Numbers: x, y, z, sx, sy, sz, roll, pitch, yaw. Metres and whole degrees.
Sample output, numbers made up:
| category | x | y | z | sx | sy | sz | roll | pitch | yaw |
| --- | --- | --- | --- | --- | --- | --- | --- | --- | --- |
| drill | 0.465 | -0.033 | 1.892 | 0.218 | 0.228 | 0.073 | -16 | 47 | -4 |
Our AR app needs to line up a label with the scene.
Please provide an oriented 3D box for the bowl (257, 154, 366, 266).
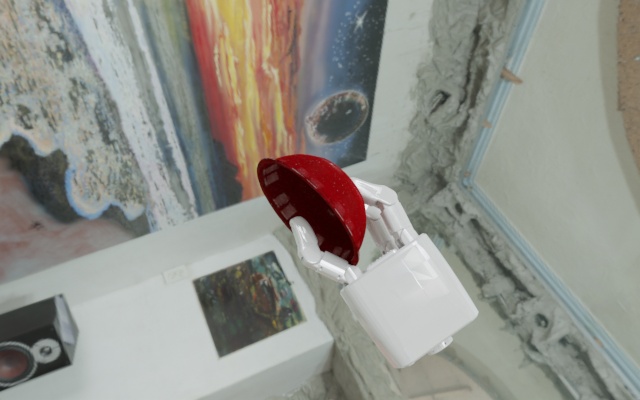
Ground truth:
| category | x | y | z | sx | sy | sz | roll | pitch | yaw |
| --- | --- | --- | --- | --- | --- | --- | --- | --- | --- |
| bowl | 0.000 | 0.001 | 0.553 | 0.055 | 0.162 | 0.162 | -43 | 19 | -22 |
